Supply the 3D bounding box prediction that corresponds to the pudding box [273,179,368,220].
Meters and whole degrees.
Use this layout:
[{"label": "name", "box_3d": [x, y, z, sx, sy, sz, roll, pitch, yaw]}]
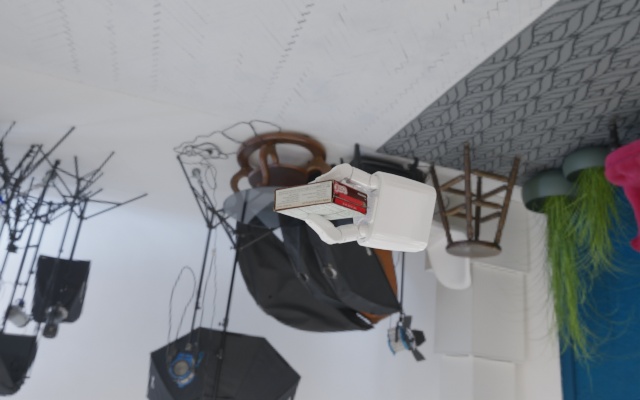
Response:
[{"label": "pudding box", "box_3d": [0.000, 0.003, 0.710, 0.113, 0.039, 0.090, -10, -20, 36]}]
